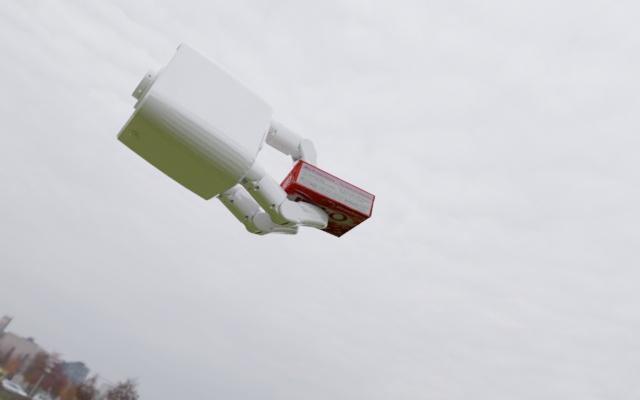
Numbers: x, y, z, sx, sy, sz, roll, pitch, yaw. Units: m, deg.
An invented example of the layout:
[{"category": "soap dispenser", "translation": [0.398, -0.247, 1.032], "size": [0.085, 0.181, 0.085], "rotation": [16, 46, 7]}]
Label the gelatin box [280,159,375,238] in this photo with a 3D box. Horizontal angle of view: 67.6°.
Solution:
[{"category": "gelatin box", "translation": [0.000, 0.001, 0.494], "size": [0.089, 0.030, 0.073], "rotation": [24, -29, -14]}]
